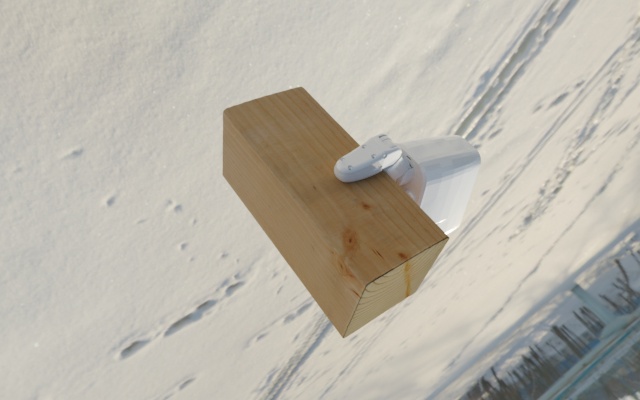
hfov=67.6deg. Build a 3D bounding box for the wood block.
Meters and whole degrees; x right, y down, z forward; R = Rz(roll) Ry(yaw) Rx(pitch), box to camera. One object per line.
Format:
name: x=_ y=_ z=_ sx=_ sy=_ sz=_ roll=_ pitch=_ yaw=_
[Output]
wood block: x=0.001 y=0.001 z=0.428 sx=0.090 sy=0.206 sz=0.091 roll=-24 pitch=-31 yaw=-29
